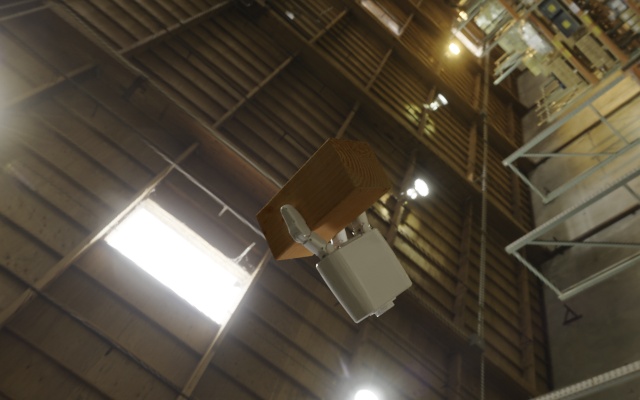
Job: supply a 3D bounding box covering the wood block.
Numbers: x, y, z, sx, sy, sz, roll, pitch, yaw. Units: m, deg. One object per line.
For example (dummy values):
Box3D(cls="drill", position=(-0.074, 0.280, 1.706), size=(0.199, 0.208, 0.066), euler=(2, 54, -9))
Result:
Box3D(cls="wood block", position=(0.000, 0.003, 0.754), size=(0.091, 0.090, 0.206), euler=(-1, -33, -46))
